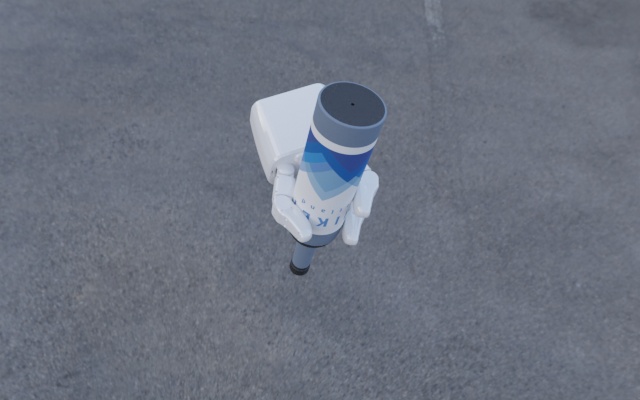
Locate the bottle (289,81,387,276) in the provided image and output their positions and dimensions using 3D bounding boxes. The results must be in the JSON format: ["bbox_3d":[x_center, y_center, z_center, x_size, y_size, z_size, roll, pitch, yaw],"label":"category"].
[{"bbox_3d":[0.000,0.002,0.553,0.069,0.069,0.296,0,-38,-15],"label":"bottle"}]
